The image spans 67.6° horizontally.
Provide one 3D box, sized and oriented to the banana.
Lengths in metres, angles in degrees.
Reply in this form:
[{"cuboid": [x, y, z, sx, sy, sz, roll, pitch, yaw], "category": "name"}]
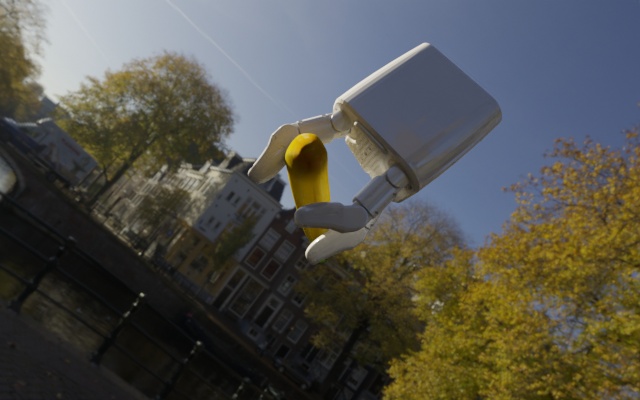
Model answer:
[{"cuboid": [-0.007, -0.011, 0.442, 0.037, 0.069, 0.198, -21, -30, -7], "category": "banana"}]
